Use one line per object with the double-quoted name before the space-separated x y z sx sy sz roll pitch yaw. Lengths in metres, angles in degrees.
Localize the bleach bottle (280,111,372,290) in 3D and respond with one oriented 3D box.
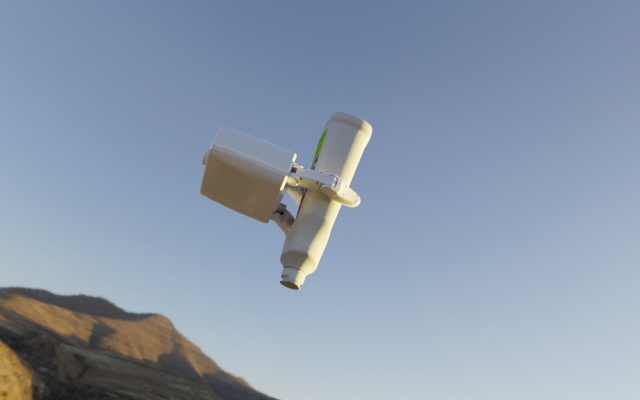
"bleach bottle" 0.000 0.002 0.669 0.068 0.250 0.103 22 -27 -5
